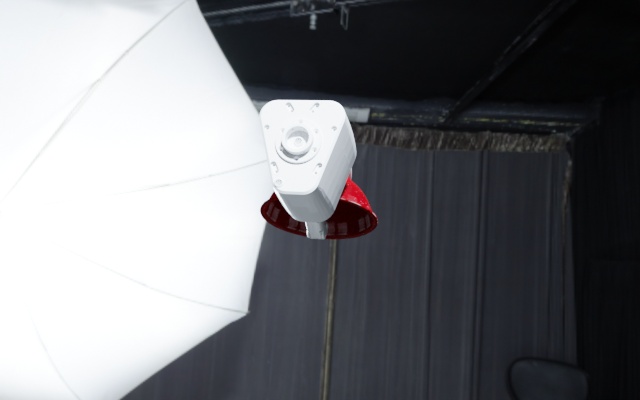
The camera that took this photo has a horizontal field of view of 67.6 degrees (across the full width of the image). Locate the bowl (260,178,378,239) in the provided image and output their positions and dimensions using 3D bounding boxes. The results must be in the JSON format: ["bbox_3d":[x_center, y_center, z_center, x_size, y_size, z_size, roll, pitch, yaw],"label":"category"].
[{"bbox_3d":[0.000,0.002,0.664,0.162,0.055,0.162,5,-24,2],"label":"bowl"}]
